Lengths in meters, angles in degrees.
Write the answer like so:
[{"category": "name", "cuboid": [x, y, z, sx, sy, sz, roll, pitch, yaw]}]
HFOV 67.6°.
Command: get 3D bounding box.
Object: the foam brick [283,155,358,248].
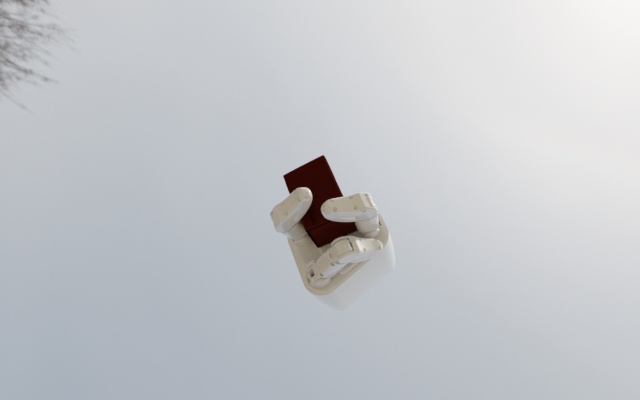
[{"category": "foam brick", "cuboid": [0.000, 0.001, 0.527, 0.053, 0.078, 0.051, -25, -28, 3]}]
